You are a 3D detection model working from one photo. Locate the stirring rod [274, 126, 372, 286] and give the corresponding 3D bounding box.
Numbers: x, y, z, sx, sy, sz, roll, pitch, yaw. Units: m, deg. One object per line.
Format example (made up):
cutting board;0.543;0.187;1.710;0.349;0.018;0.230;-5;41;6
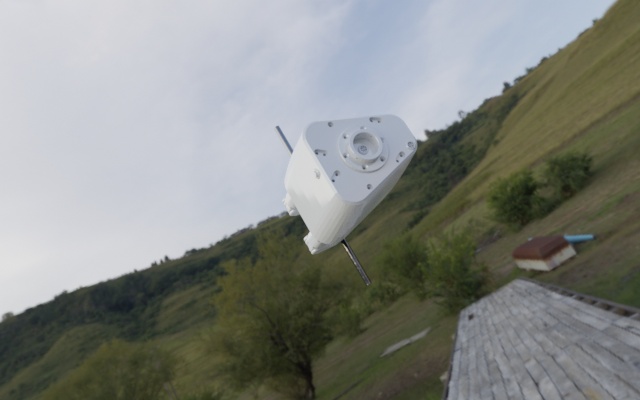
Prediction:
stirring rod;0.000;0.002;0.612;0.011;0.239;0.011;-28;-15;-8
